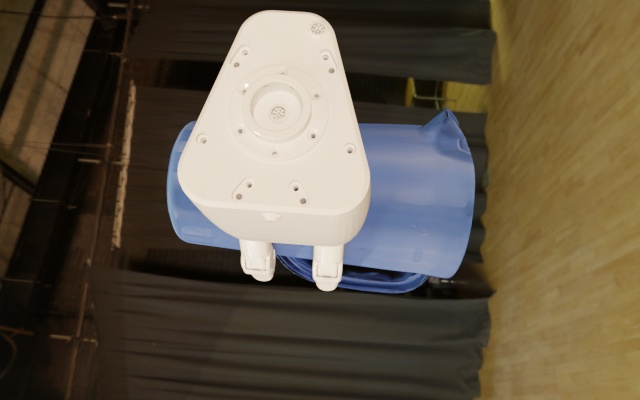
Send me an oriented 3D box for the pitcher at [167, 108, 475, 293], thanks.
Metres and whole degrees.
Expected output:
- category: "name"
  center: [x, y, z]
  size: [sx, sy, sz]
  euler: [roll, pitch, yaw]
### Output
- category: "pitcher"
  center: [0.000, 0.001, 0.424]
  size: [0.243, 0.149, 0.145]
  euler: [4, -10, 2]
